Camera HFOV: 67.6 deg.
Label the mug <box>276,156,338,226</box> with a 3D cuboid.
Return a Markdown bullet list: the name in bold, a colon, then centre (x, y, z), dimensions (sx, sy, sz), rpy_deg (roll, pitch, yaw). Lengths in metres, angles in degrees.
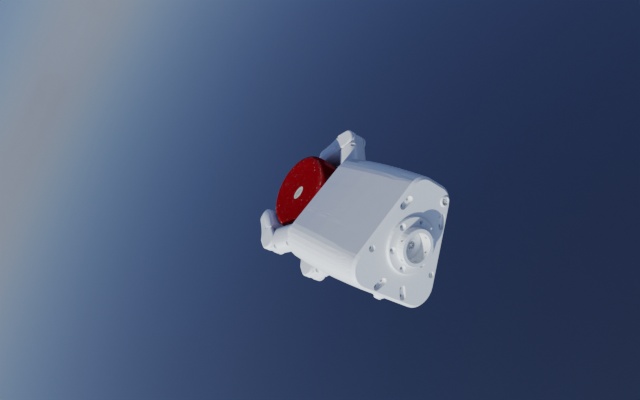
- **mug**: centre (-0.001, 0.001, 0.529), dimensions (0.081, 0.093, 0.117), rpy_deg (26, -4, -33)
